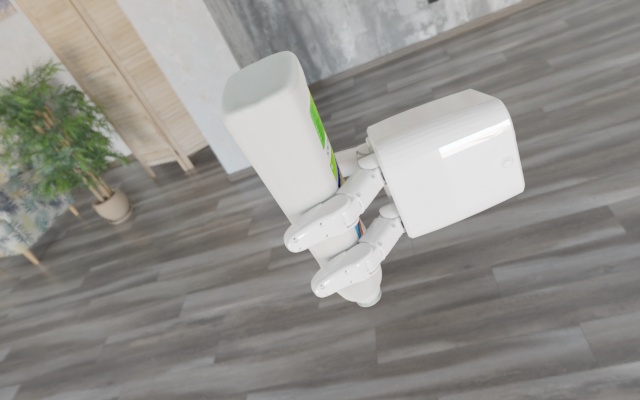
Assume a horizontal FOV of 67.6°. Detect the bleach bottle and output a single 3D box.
[{"bbox_3d":[0.000,0.001,0.432,0.068,0.251,0.102,-22,34,9],"label":"bleach bottle"}]
